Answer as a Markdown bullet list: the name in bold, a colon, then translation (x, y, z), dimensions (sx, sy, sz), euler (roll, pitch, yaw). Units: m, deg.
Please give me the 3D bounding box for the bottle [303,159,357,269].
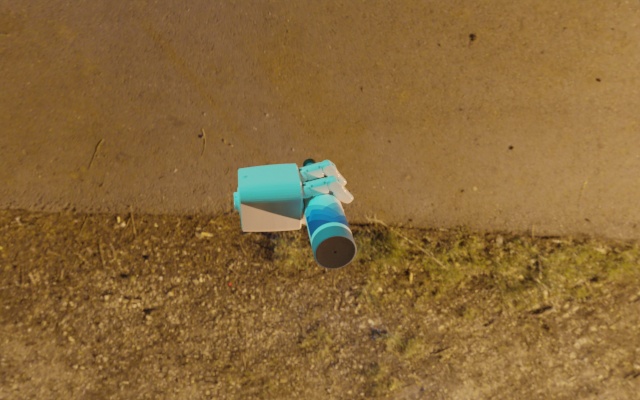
- **bottle**: translation (0.000, 0.003, 0.851), dimensions (0.069, 0.069, 0.295), euler (0, 31, -10)
